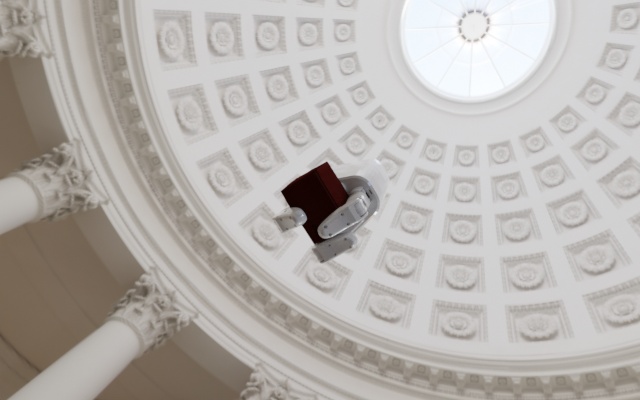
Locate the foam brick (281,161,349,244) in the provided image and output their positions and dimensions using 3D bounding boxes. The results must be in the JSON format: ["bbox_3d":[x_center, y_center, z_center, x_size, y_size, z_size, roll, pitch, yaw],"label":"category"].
[{"bbox_3d":[0.000,0.002,0.568,0.053,0.078,0.051,-28,9,23],"label":"foam brick"}]
